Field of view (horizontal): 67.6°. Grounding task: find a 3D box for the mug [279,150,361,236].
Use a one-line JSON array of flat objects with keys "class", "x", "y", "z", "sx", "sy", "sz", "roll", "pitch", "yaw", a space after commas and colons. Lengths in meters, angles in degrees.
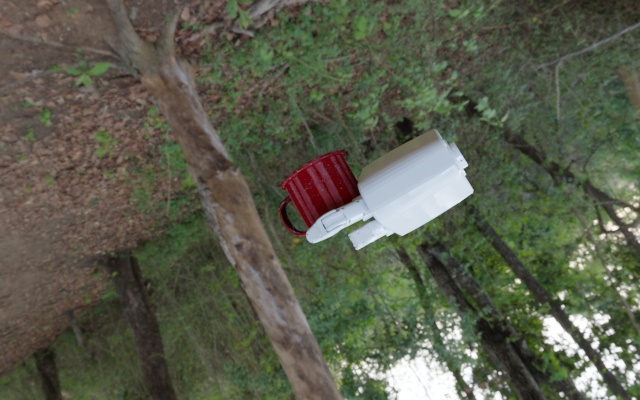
[{"class": "mug", "x": -0.001, "y": 0.003, "z": 0.594, "sx": 0.117, "sy": 0.081, "sz": 0.093, "roll": -32, "pitch": -9, "yaw": 18}]
